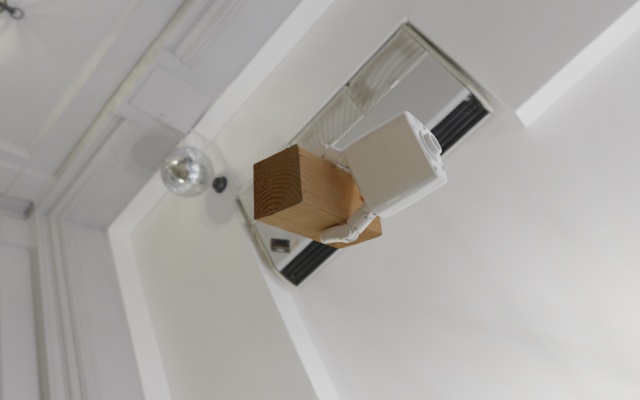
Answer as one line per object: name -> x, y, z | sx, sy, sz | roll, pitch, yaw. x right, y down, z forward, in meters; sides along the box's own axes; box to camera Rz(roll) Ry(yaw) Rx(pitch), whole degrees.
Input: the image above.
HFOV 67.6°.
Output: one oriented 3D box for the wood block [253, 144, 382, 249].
wood block -> 0.001, 0.003, 0.733 | 0.090, 0.090, 0.206 | -21, -28, 32
